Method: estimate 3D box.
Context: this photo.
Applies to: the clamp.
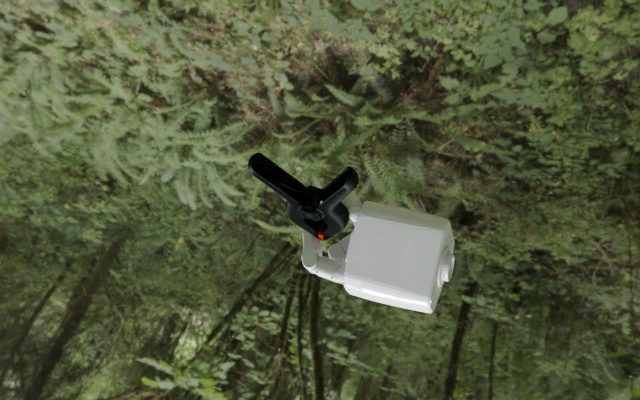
[{"bbox_3d":[0.000,0.002,0.554,0.120,0.039,0.171,12,-22,26],"label":"clamp"}]
